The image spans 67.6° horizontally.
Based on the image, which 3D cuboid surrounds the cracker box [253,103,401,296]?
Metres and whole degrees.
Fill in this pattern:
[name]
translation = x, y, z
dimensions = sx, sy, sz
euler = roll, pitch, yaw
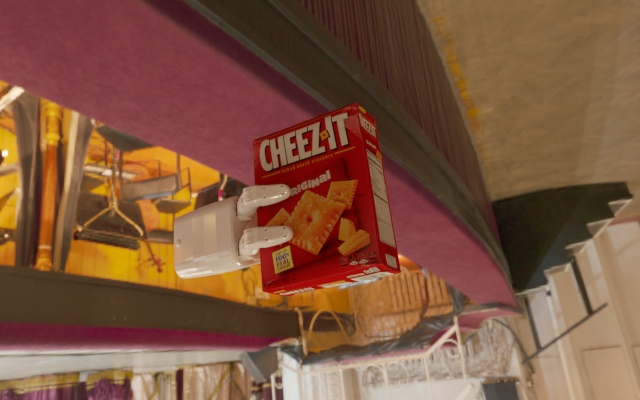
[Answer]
[cracker box]
translation = 0.000, 0.002, 0.615
dimensions = 0.164, 0.213, 0.072
euler = -16, -22, 24
